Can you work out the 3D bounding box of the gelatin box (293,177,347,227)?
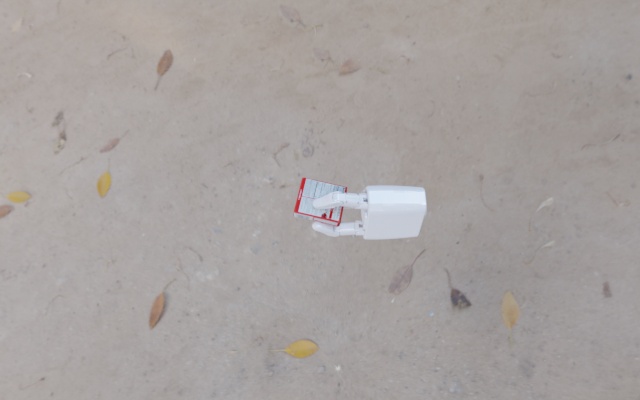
[{"bbox_3d":[0.000,0.003,0.893,0.089,0.073,0.030,13,-20,0],"label":"gelatin box"}]
